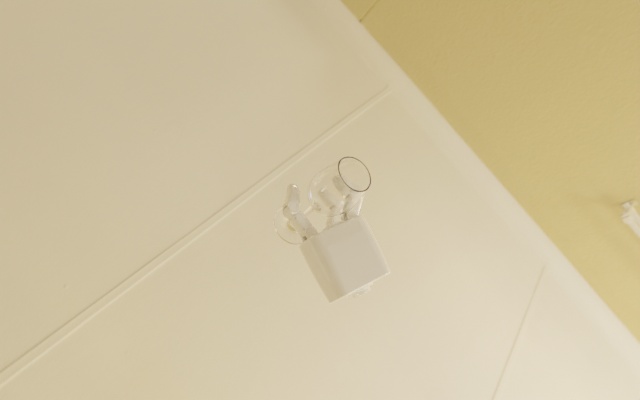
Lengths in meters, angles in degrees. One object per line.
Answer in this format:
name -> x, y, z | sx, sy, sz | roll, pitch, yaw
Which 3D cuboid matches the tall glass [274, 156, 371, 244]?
tall glass -> 0.000, 0.003, 0.796 | 0.079, 0.079, 0.201 | 0, -26, -35
